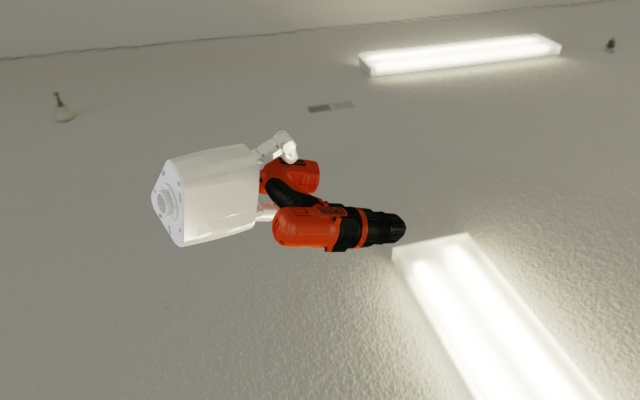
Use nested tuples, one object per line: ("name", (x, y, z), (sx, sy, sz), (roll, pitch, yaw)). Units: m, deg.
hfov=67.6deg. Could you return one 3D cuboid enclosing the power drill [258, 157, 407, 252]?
("power drill", (0.000, 0.002, 0.640), (0.184, 0.057, 0.187), (4, 23, -31))
